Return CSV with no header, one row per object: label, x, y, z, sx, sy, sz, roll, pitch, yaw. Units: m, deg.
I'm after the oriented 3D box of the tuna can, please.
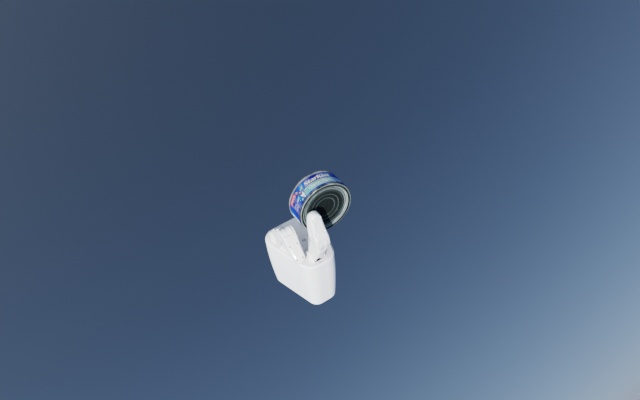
tuna can,0.000,0.003,0.684,0.086,0.086,0.033,0,33,-36
